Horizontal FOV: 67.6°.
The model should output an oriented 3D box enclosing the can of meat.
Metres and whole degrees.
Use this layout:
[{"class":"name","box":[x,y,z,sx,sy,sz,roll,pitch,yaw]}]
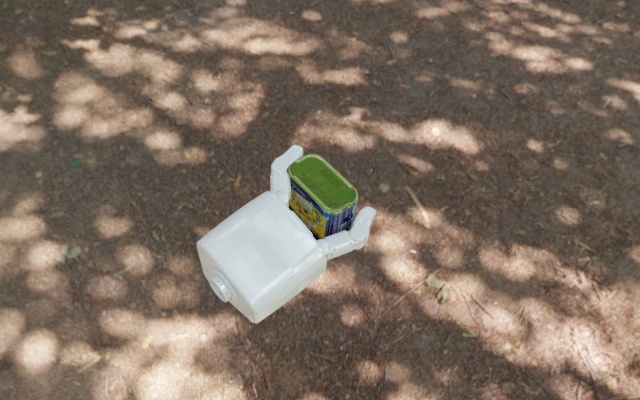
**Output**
[{"class":"can of meat","box":[0.000,0.002,0.613,0.057,0.102,0.084,-32,-30,-25]}]
